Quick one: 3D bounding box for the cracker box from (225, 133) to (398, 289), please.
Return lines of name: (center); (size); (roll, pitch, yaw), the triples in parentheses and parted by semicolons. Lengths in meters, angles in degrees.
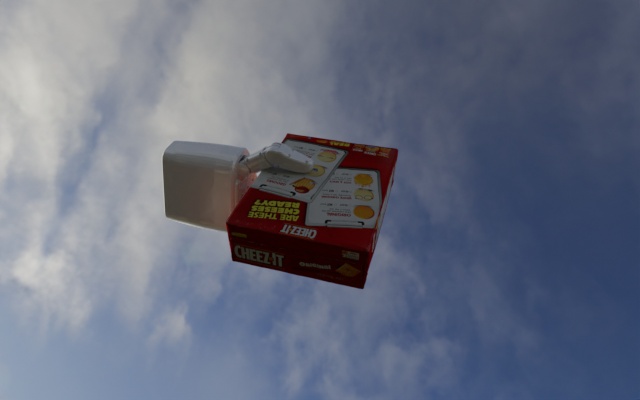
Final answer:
cracker box: (0.000, 0.002, 0.609); (0.164, 0.072, 0.213); (10, 39, 12)
